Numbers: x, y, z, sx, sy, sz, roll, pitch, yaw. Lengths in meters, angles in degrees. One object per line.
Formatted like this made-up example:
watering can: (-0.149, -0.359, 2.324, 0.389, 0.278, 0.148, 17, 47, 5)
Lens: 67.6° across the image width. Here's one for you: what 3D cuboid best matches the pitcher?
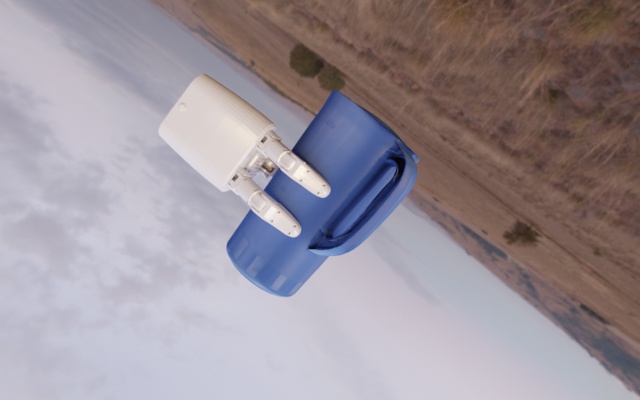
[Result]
pitcher: (0.000, 0.002, 0.578, 0.145, 0.243, 0.149, 39, 7, 5)
